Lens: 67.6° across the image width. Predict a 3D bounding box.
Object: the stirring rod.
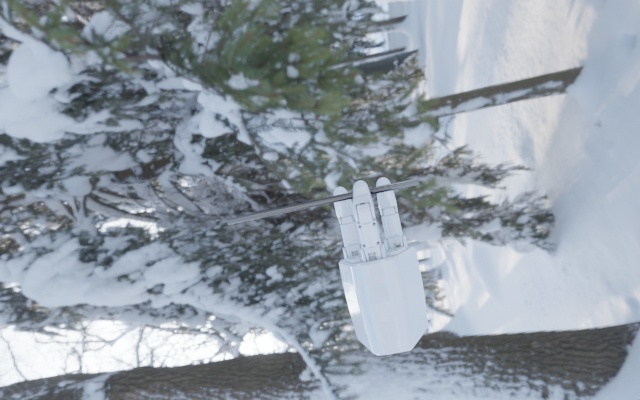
[{"bbox_3d":[0.000,0.002,0.584,0.239,0.011,0.011,-12,-2,8],"label":"stirring rod"}]
